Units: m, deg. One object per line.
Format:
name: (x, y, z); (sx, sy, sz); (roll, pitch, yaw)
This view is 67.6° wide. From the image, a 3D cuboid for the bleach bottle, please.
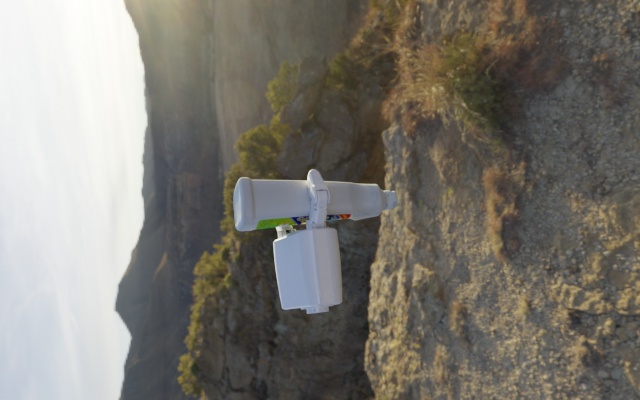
bleach bottle: (0.000, 0.002, 0.720); (0.251, 0.068, 0.102); (-3, -14, -17)
